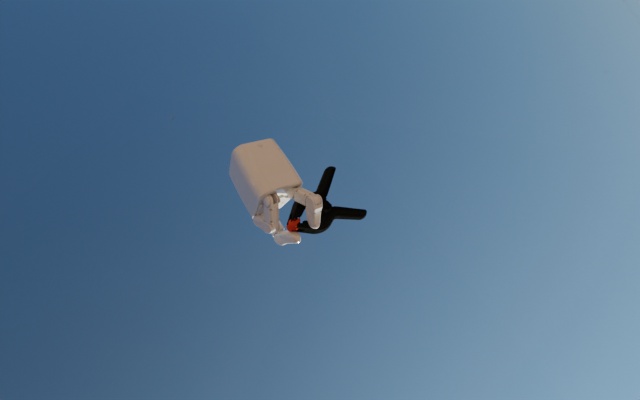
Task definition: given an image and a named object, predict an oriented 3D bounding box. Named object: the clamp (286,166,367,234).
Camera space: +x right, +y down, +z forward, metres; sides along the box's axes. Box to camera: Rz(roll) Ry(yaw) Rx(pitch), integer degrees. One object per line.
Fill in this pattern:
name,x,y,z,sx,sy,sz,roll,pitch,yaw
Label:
clamp,0.000,0.003,0.888,0.171,0.120,0.039,-19,-20,-40
